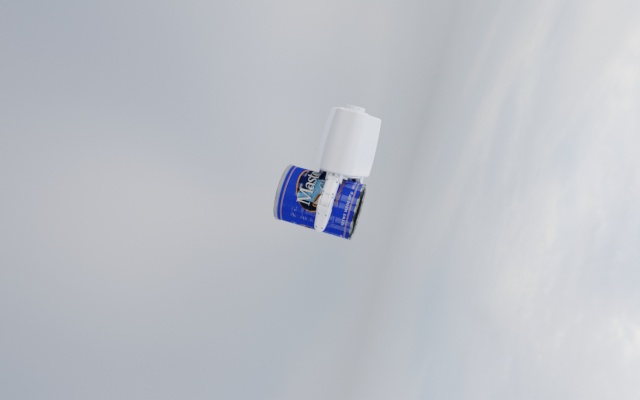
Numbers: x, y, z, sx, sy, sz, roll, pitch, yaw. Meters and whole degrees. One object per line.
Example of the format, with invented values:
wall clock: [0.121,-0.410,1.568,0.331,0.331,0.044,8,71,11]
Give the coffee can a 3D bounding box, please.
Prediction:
coffee can: [0.000,0.003,0.845,0.140,0.103,0.103,16,2,9]
